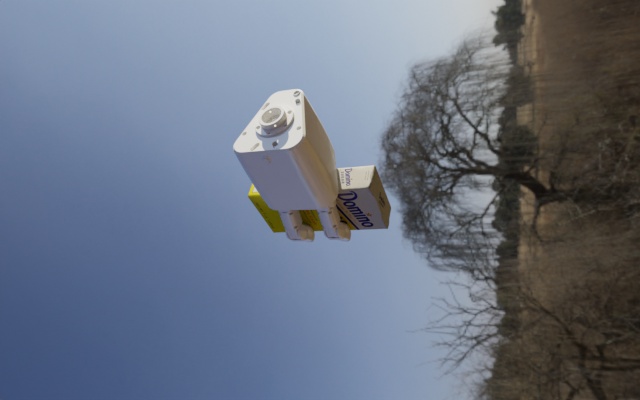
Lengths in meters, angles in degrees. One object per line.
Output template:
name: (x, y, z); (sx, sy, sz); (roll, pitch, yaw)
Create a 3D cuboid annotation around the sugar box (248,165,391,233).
sugar box: (0.000, 0.003, 0.657); (0.176, 0.048, 0.093); (-2, -38, 24)
